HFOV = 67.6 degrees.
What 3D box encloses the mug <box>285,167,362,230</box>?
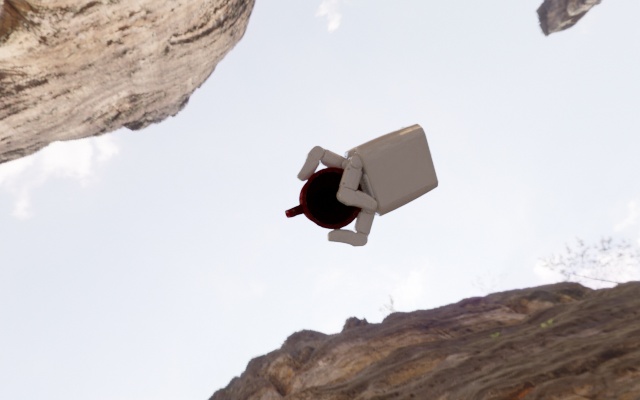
[{"bbox_3d":[-0.001,0.003,0.742,0.117,0.093,0.081,-23,3,-11],"label":"mug"}]
